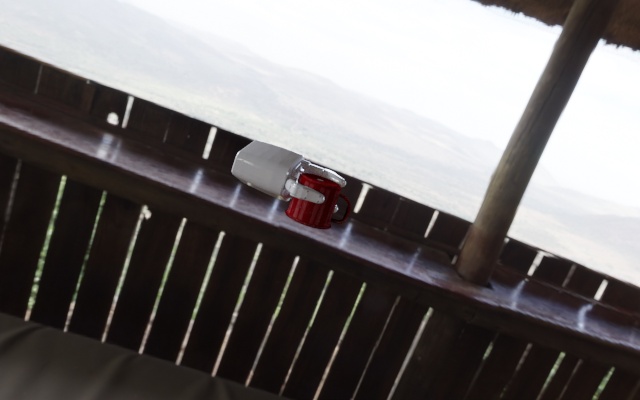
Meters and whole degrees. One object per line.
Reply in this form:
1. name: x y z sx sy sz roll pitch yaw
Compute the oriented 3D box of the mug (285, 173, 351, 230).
1. mug: 0.002 0.003 0.892 0.117 0.081 0.093 21 12 6
